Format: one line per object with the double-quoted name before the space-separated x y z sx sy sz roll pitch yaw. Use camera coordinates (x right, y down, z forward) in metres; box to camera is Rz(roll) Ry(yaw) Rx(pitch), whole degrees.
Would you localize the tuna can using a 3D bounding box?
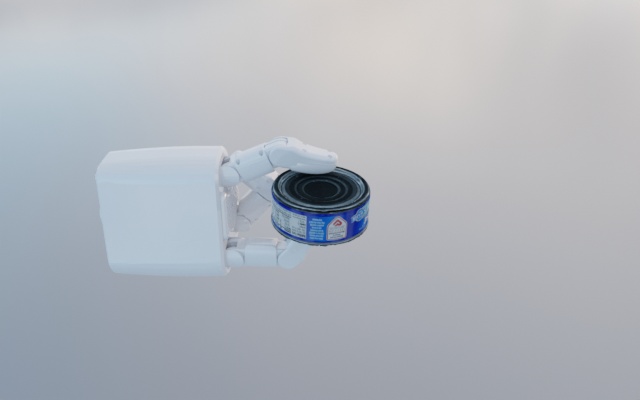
"tuna can" 0.000 0.001 0.412 0.086 0.034 0.086 2 30 -1
